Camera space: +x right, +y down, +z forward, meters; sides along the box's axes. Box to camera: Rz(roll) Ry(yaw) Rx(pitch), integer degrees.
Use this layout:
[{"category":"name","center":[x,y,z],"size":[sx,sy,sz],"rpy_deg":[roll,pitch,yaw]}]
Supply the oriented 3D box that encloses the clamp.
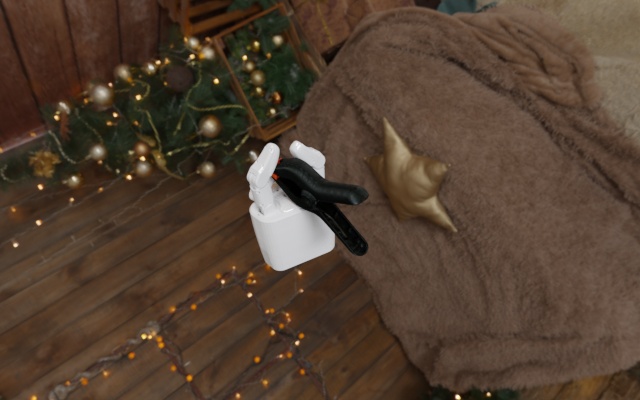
[{"category":"clamp","center":[0.000,0.002,0.620],"size":[0.039,0.120,0.171],"rpy_deg":[-33,45,-28]}]
